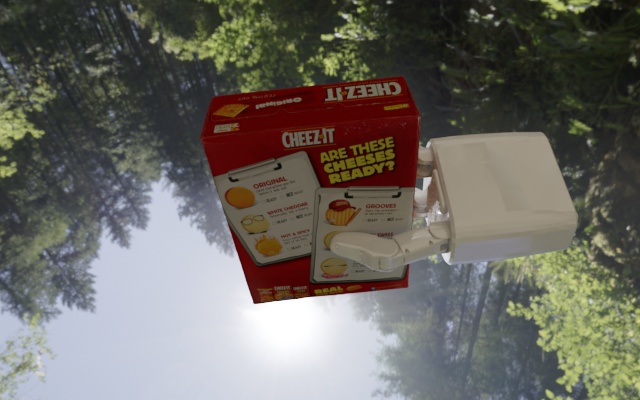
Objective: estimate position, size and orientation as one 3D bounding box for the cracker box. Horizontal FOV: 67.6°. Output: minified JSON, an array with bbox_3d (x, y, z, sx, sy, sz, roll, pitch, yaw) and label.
[{"bbox_3d":[0.000,0.002,0.441,0.164,0.214,0.072,-6,43,1],"label":"cracker box"}]
